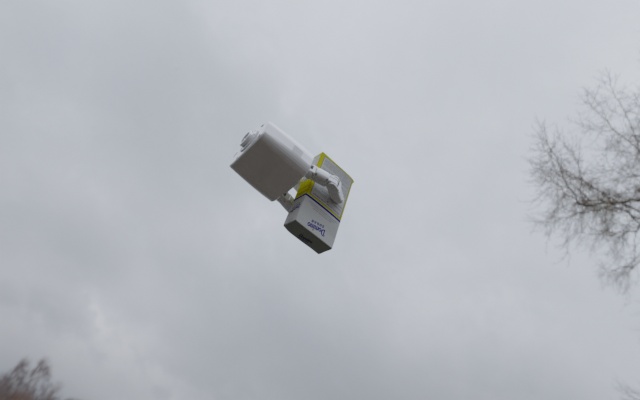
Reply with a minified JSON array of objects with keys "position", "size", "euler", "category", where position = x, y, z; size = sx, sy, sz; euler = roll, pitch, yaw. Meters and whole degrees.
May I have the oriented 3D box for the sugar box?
[{"position":[0.000,0.003,0.898],"size":[0.093,0.176,0.048],"euler":[40,-40,-22],"category":"sugar box"}]
